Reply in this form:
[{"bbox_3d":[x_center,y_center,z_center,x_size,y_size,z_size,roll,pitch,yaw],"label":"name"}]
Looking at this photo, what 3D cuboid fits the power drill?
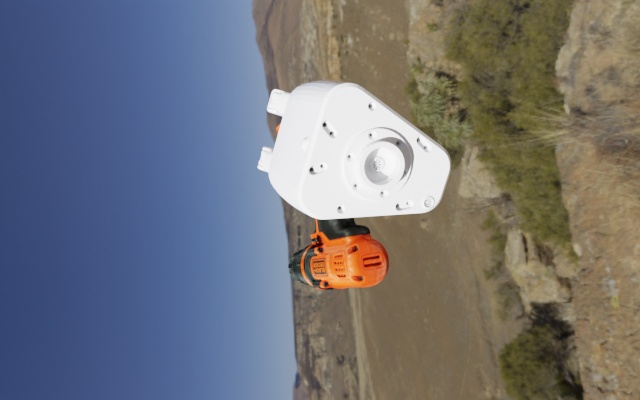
[{"bbox_3d":[0.000,0.001,0.509,0.057,0.187,0.184,-8,-5,-26],"label":"power drill"}]
